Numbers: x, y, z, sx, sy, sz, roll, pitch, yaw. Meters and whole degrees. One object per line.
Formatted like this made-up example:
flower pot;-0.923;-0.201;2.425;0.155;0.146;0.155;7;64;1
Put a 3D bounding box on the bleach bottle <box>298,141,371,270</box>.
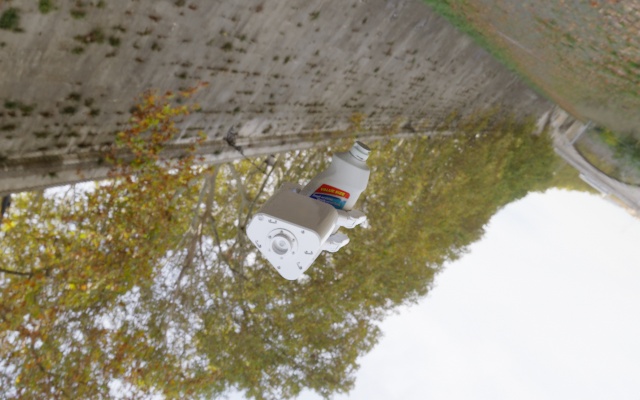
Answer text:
bleach bottle;0.000;0.003;0.826;0.102;0.251;0.068;34;23;1
